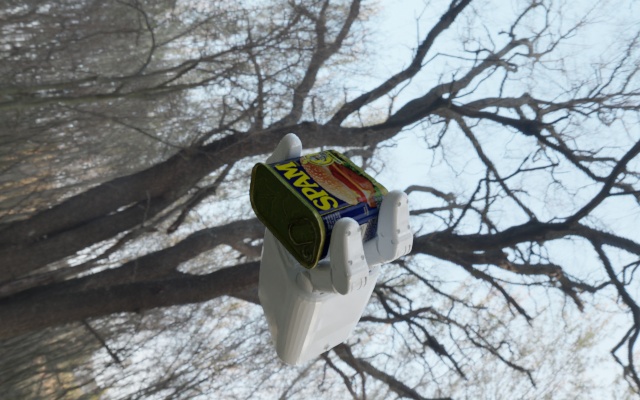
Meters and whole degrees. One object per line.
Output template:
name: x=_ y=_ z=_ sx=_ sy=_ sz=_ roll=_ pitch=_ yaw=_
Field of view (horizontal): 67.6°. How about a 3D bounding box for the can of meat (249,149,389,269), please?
can of meat: x=0.000 y=0.001 z=0.420 sx=0.084 sy=0.057 sz=0.102 roll=-18 pitch=46 yaw=-35
